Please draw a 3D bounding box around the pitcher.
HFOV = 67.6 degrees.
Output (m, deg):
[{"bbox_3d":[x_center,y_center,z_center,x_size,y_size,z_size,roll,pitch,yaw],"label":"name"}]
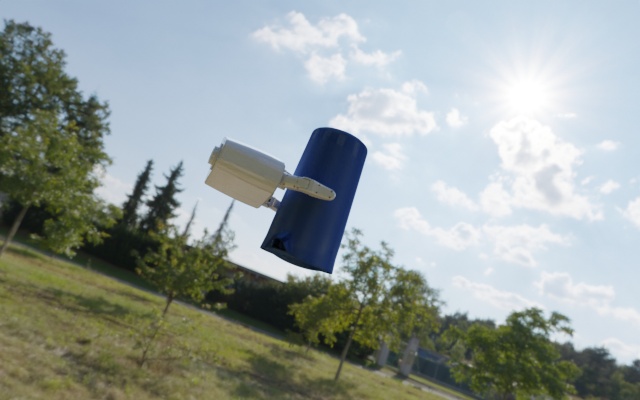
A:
[{"bbox_3d":[0.000,0.003,0.852,0.145,0.242,0.149,24,-11,-15],"label":"pitcher"}]
